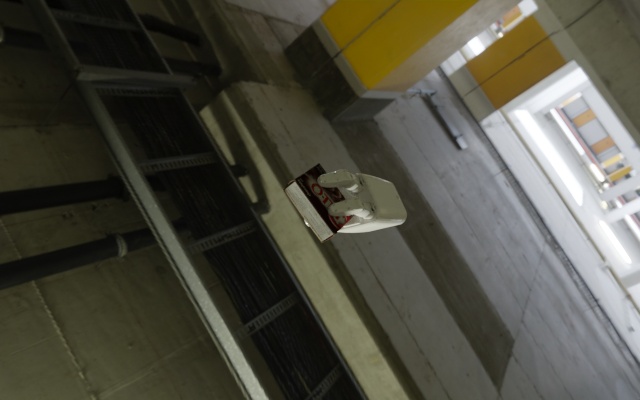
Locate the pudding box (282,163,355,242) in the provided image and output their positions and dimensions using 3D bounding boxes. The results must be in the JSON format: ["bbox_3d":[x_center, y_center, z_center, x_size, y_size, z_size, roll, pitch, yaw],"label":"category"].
[{"bbox_3d":[0.000,0.003,0.802,0.039,0.113,0.090,-38,1,34],"label":"pudding box"}]
